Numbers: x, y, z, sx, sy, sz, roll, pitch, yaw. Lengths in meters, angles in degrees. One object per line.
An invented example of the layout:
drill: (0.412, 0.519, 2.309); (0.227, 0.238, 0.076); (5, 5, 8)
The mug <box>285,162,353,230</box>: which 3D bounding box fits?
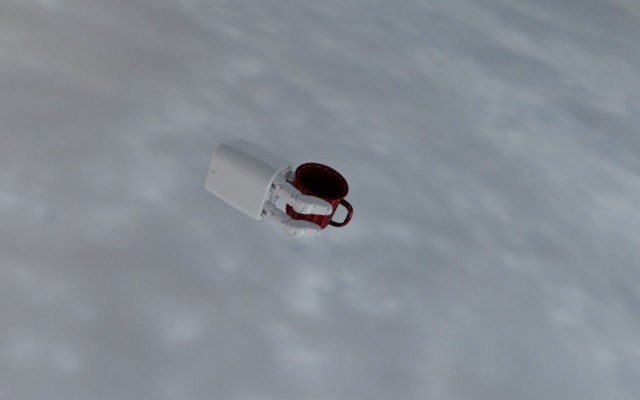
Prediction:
mug: (0.001, 0.003, 0.796); (0.117, 0.081, 0.093); (30, 37, 8)
